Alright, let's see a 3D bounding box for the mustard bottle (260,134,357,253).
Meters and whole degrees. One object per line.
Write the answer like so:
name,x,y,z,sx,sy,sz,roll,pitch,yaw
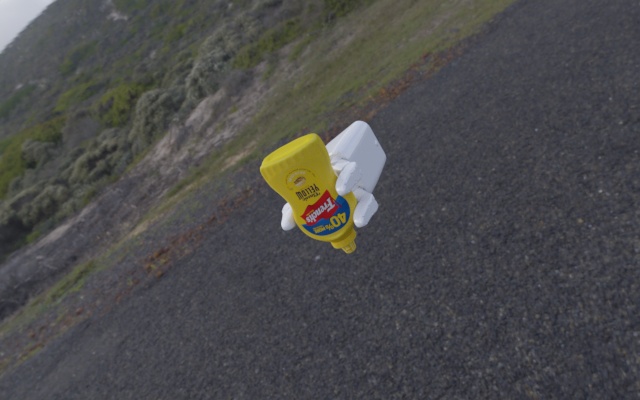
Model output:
mustard bottle,0.000,0.002,0.705,0.096,0.192,0.058,-26,24,16
